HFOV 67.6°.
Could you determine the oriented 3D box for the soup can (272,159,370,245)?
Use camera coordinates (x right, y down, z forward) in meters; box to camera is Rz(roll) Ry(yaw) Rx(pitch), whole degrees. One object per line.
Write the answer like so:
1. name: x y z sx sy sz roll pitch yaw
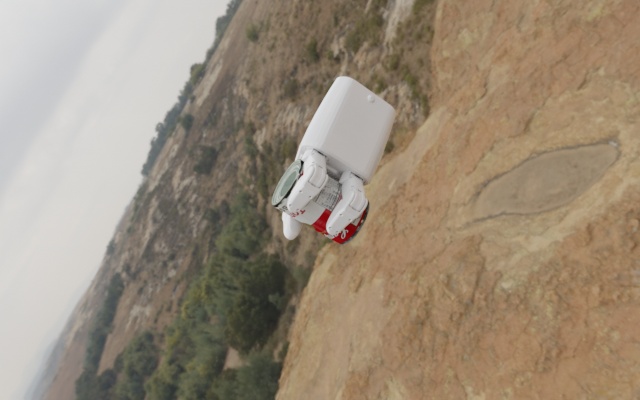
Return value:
1. soup can: 0.000 0.002 0.589 0.102 0.068 0.068 31 -11 -18
